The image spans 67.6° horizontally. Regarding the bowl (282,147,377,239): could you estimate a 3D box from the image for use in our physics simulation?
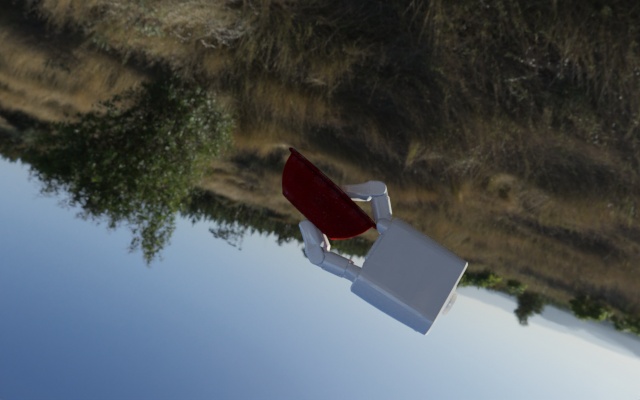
[{"bbox_3d":[-0.001,0.002,0.644,0.162,0.055,0.162,43,-1,1],"label":"bowl"}]
